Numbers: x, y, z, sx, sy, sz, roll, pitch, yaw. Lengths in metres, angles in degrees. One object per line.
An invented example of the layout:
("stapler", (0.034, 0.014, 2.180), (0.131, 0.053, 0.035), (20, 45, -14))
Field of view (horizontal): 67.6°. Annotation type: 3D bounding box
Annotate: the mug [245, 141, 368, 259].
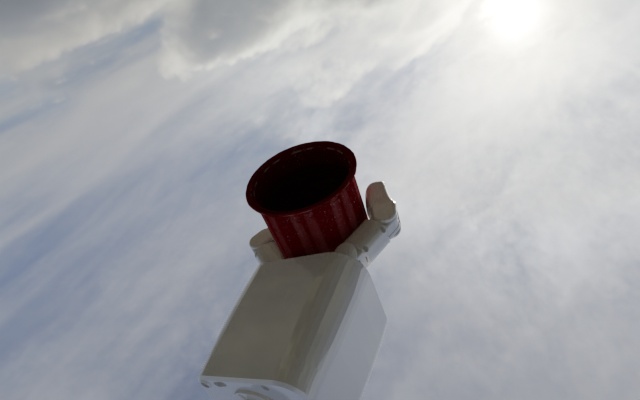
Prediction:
("mug", (0.001, 0.001, 0.412), (0.093, 0.082, 0.117), (3, 44, 29))
